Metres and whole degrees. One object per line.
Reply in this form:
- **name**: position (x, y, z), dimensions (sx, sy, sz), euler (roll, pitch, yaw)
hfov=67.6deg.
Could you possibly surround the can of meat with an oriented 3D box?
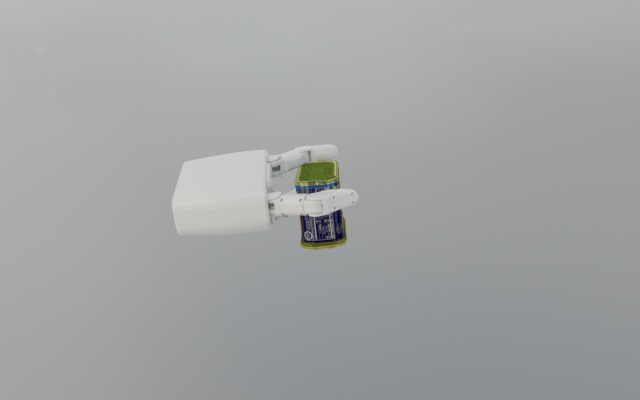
- **can of meat**: position (0.000, 0.002, 0.595), dimensions (0.057, 0.084, 0.102), euler (-5, 18, 3)
